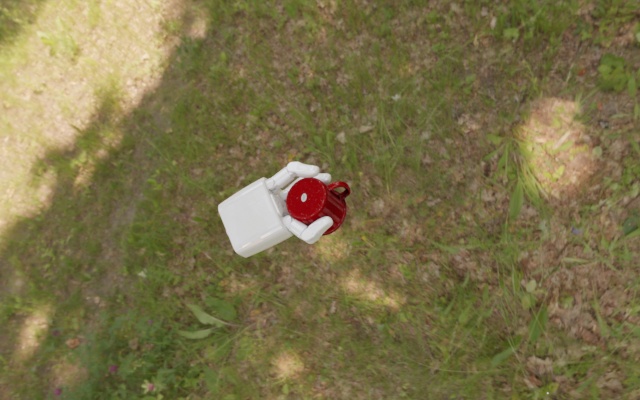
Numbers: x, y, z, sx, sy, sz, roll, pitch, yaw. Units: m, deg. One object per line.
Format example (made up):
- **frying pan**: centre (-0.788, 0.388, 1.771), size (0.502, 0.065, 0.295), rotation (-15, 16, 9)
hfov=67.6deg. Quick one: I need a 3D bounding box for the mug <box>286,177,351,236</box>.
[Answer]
- **mug**: centre (0.001, 0.002, 0.860), size (0.117, 0.093, 0.081), rotation (-30, -30, 13)
